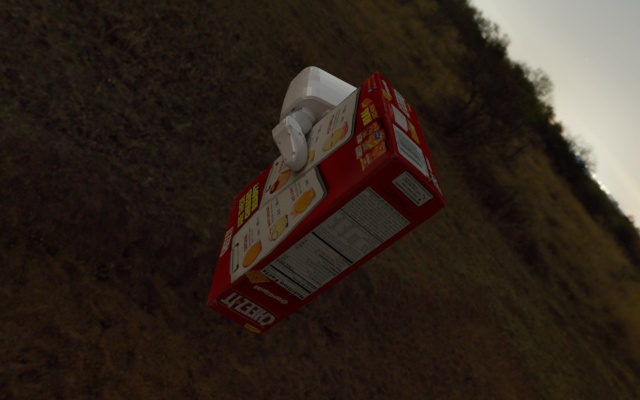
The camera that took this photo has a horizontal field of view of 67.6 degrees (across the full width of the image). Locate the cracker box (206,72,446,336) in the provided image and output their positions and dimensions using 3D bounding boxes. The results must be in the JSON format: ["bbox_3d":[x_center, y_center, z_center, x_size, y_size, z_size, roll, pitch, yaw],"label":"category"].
[{"bbox_3d":[0.000,0.001,0.441,0.214,0.072,0.164,-39,26,24],"label":"cracker box"}]
